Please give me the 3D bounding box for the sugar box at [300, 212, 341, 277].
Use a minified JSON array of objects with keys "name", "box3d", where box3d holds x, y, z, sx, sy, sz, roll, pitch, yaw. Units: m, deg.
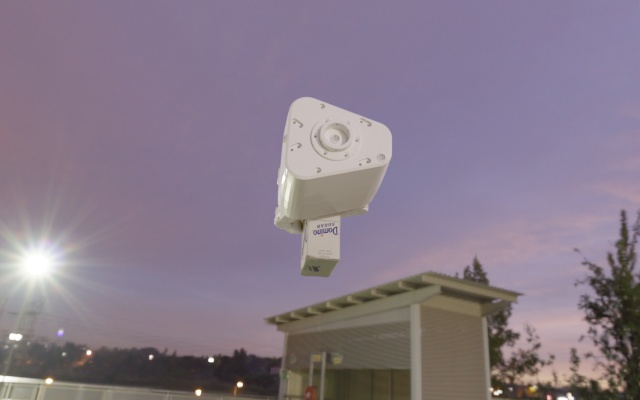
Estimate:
[{"name":"sugar box","box3d":[0.000,0.002,0.612,0.048,0.176,0.093,6,-22,-5]}]
